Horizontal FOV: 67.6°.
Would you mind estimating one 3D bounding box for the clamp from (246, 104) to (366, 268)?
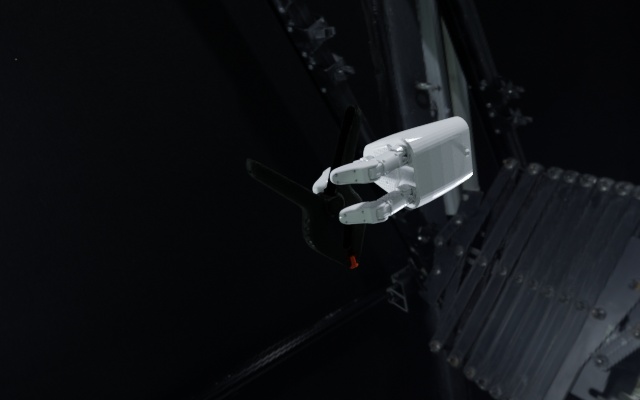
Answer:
[{"bbox_3d":[0.000,0.002,0.606,0.164,0.210,0.036,-24,26,-24],"label":"clamp"}]
